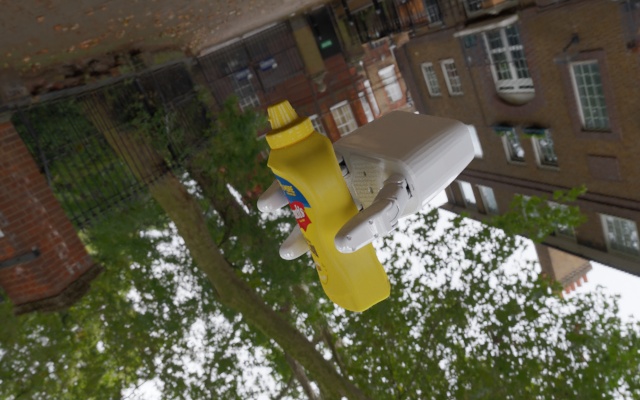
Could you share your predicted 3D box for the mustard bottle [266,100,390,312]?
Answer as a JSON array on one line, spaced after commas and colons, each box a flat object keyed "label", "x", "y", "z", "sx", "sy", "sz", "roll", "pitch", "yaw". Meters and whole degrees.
[{"label": "mustard bottle", "x": 0.000, "y": 0.002, "z": 0.431, "sx": 0.058, "sy": 0.192, "sz": 0.096, "roll": -26, "pitch": 18, "yaw": -10}]
